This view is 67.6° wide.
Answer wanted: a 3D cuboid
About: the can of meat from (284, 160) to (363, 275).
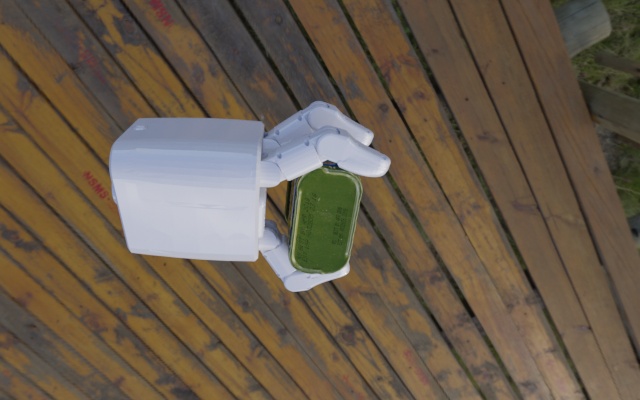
[{"bbox_3d":[0.000,0.002,0.414,0.057,0.102,0.084,5,25,-6],"label":"can of meat"}]
